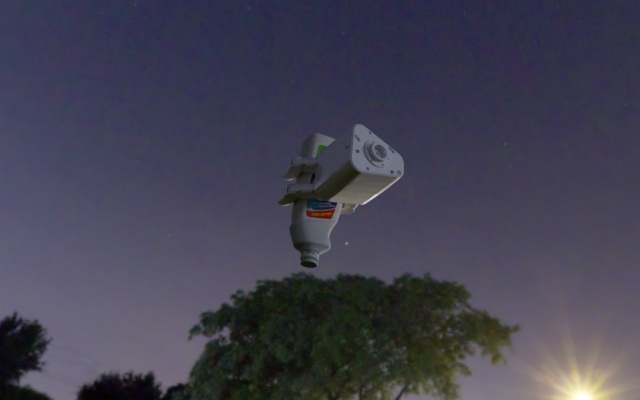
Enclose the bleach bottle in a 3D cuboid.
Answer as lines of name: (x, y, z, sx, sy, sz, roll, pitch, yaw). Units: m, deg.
bleach bottle: (0.000, 0.003, 0.861, 0.102, 0.250, 0.068, 21, -34, -23)
